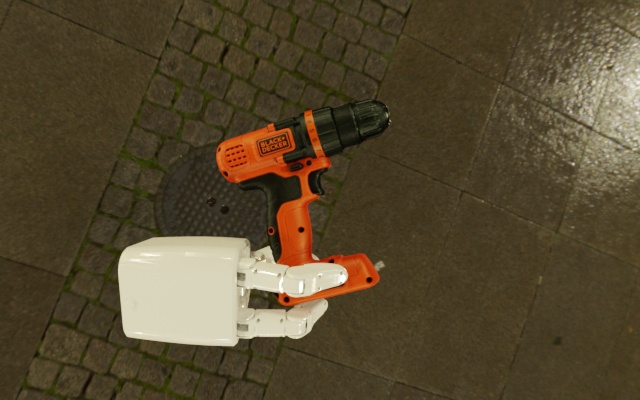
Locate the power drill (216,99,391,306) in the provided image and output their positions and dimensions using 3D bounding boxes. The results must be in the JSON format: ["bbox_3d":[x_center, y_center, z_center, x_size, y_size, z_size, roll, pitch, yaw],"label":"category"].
[{"bbox_3d":[0.000,0.002,0.490,0.184,0.187,0.057,-16,-4,9],"label":"power drill"}]
